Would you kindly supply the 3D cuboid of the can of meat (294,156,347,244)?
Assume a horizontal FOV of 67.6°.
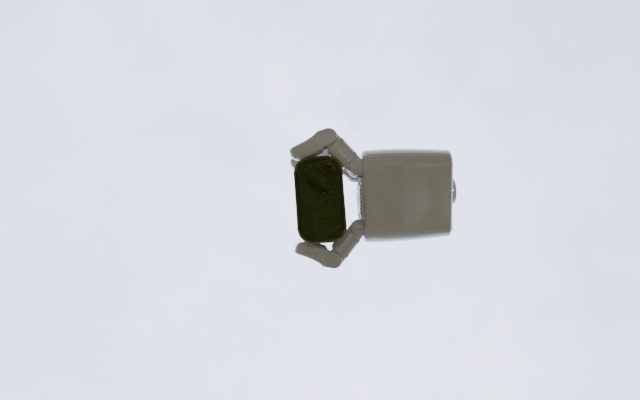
[{"bbox_3d":[0.000,0.002,0.595,0.057,0.102,0.084,-4,-5,1],"label":"can of meat"}]
